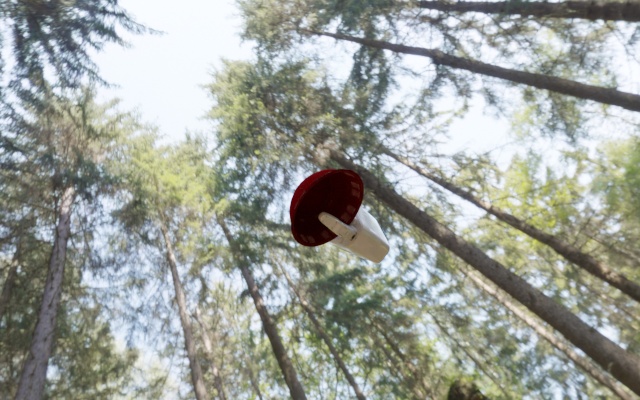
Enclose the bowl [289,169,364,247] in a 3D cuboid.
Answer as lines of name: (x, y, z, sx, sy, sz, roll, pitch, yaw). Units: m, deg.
bowl: (-0.001, 0.002, 0.861, 0.162, 0.162, 0.055, 0, 31, -44)
